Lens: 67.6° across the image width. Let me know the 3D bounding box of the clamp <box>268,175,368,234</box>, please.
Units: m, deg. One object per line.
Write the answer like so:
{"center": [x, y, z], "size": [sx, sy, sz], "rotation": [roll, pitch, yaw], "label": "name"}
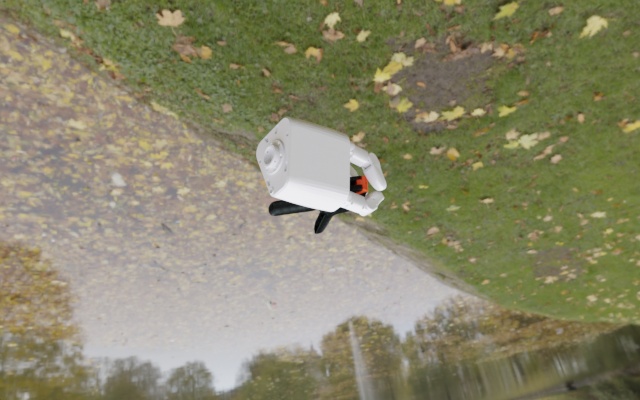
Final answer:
{"center": [0.000, 0.003, 0.773], "size": [0.120, 0.039, 0.171], "rotation": [14, -36, -36], "label": "clamp"}
